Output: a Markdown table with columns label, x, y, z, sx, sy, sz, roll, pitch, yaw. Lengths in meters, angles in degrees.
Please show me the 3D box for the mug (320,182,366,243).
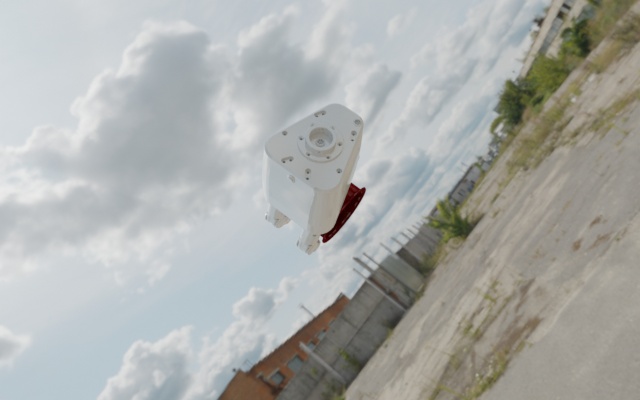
| label | x | y | z | sx | sy | sz | roll | pitch | yaw |
| --- | --- | --- | --- | --- | --- | --- | --- | --- | --- |
| mug | 0.000 | 0.003 | 0.655 | 0.081 | 0.093 | 0.117 | 37 | -25 | 12 |
